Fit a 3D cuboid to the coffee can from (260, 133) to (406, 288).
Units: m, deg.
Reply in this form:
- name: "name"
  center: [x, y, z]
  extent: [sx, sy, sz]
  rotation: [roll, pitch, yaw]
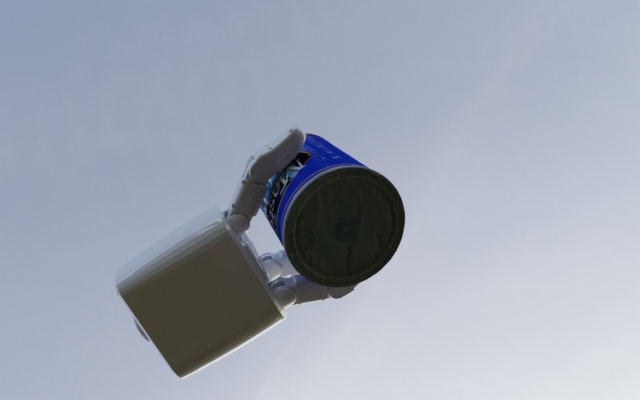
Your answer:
- name: "coffee can"
  center: [0.000, 0.001, 0.438]
  extent: [0.103, 0.103, 0.140]
  rotation: [0, 18, -19]
